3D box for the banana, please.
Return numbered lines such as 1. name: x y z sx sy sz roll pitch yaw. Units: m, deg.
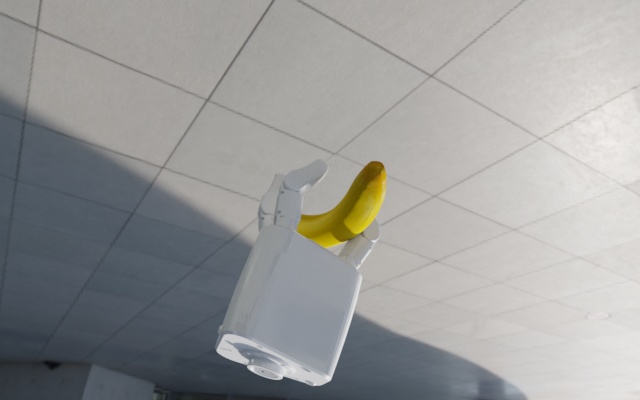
1. banana: 0.010 0.016 0.501 0.198 0.070 0.037 -21 26 50
